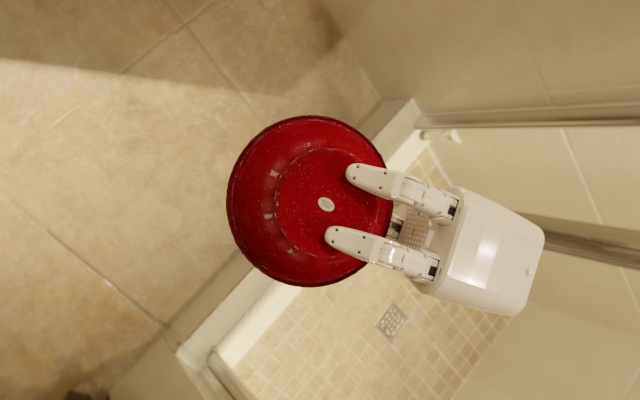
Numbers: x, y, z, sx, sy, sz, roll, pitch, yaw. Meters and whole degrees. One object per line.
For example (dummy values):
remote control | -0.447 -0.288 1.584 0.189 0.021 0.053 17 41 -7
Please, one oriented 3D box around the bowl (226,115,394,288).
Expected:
bowl | -0.001 0.001 0.421 0.162 0.162 0.055 0 1 -15
